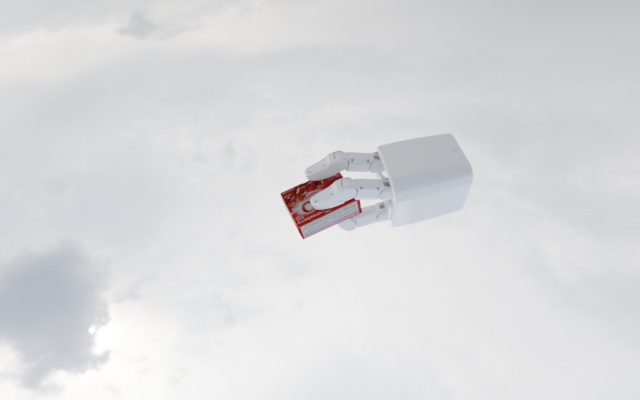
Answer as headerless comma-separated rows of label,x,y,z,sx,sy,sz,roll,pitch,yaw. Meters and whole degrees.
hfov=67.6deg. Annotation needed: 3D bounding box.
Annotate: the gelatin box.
gelatin box,0.000,0.003,0.637,0.089,0.030,0.073,-25,46,-7
